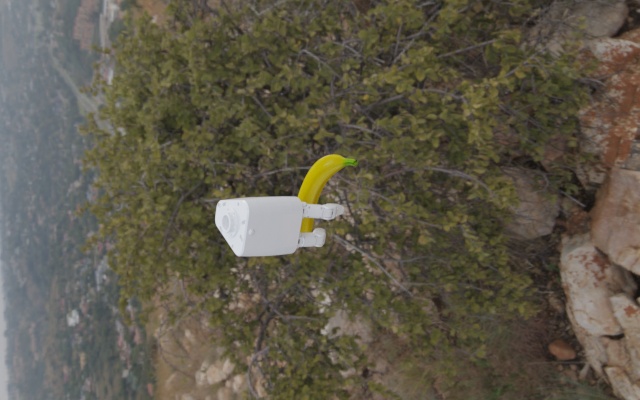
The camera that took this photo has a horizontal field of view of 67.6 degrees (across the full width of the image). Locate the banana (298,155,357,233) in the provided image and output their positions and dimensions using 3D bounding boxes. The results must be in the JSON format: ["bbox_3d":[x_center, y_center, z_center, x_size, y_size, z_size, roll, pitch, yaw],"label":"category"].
[{"bbox_3d":[-0.008,-0.012,0.864,0.037,0.198,0.069,-1,41,-44],"label":"banana"}]
